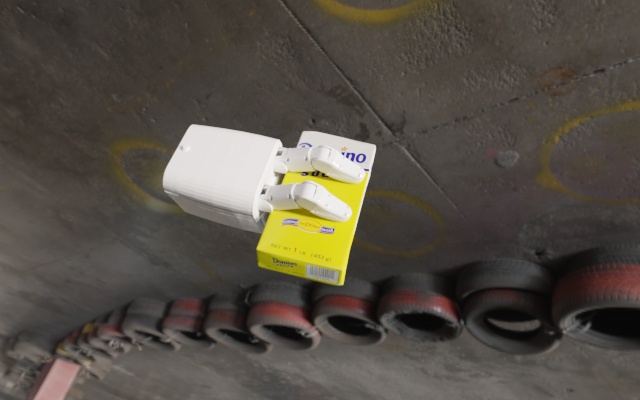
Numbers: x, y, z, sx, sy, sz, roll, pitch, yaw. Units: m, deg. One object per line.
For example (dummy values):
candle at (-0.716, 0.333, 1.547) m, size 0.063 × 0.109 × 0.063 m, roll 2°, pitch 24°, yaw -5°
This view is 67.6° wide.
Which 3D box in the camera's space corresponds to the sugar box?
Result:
sugar box at (0.000, 0.001, 0.533) m, size 0.093 × 0.176 × 0.048 m, roll 13°, pitch -34°, yaw 6°
